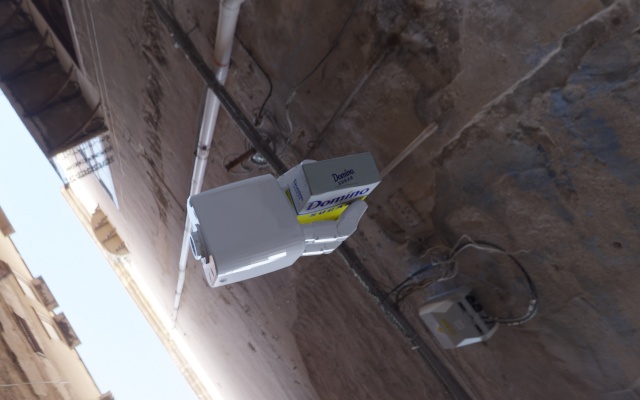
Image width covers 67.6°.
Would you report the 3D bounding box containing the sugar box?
[{"bbox_3d":[0.000,0.003,0.617,0.093,0.048,0.176,-12,-16,-22],"label":"sugar box"}]
